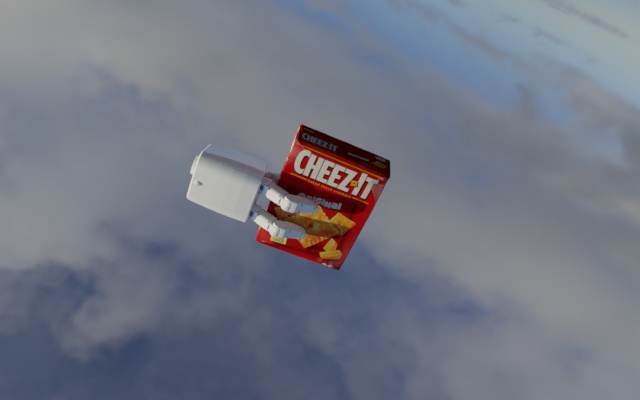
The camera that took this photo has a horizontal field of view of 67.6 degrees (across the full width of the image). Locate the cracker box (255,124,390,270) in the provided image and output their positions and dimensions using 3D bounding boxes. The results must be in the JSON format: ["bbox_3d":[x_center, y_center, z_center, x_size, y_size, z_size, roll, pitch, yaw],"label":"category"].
[{"bbox_3d":[0.000,0.003,0.815,0.164,0.214,0.072,21,31,-7],"label":"cracker box"}]
